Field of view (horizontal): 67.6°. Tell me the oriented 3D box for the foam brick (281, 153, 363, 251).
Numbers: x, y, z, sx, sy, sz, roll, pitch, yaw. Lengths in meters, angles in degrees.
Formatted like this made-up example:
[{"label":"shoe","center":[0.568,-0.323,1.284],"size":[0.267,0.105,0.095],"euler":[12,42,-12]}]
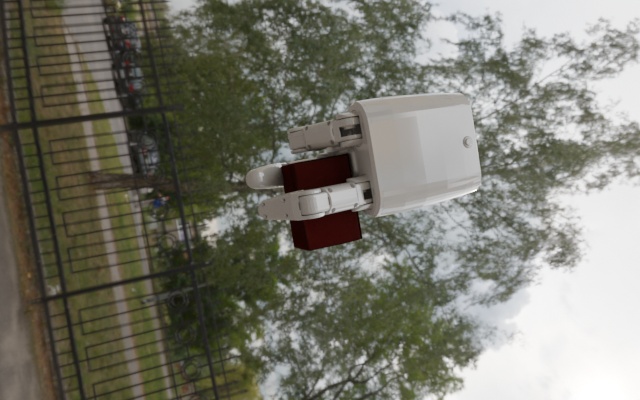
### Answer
[{"label":"foam brick","center":[0.000,0.002,0.427],"size":[0.051,0.078,0.053],"euler":[-11,4,-17]}]
